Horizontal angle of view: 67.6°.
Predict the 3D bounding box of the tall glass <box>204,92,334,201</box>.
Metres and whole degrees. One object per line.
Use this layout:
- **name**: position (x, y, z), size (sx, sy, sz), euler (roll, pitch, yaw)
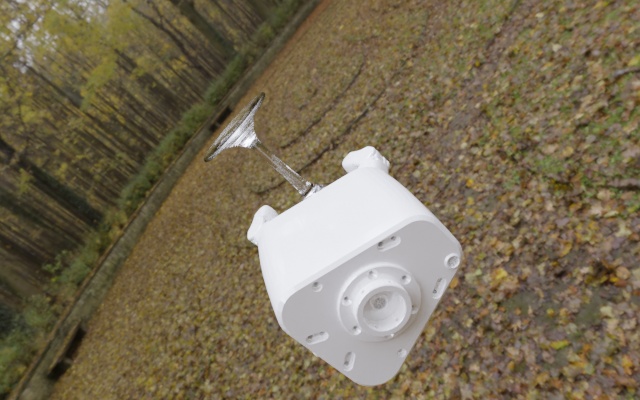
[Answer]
- **tall glass**: position (0.000, 0.001, 0.421), size (0.201, 0.079, 0.079), euler (41, -16, -20)
